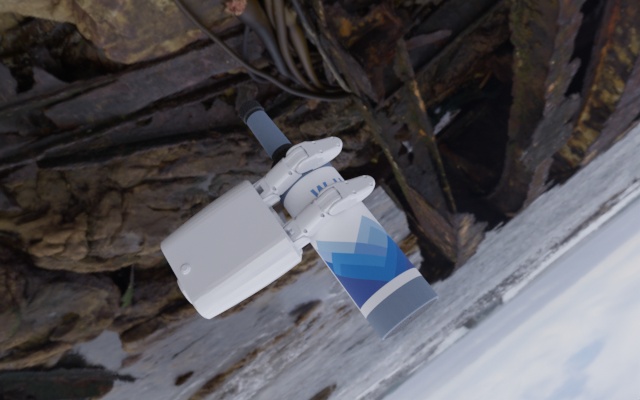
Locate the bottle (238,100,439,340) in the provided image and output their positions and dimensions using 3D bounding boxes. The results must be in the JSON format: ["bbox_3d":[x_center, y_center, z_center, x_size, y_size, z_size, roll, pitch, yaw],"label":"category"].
[{"bbox_3d":[0.000,0.002,0.496,0.069,0.295,0.069,-31,-23,-15],"label":"bottle"}]
